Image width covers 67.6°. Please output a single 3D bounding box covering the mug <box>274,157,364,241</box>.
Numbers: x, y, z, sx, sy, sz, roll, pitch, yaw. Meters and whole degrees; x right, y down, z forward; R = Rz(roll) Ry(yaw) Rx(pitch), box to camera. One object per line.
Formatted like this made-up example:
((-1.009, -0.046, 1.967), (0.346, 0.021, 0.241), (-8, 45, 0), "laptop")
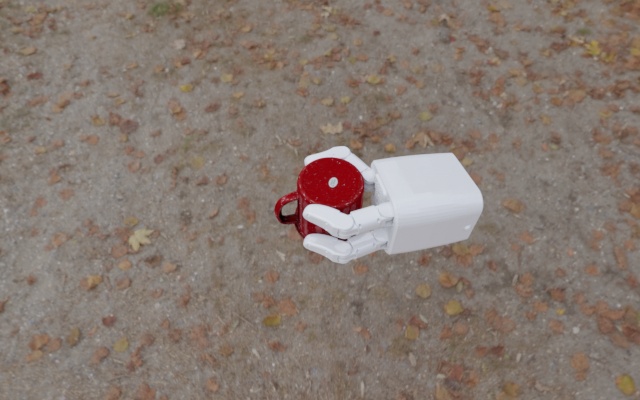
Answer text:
((-0.001, 0.002, 0.597), (0.117, 0.093, 0.082), (-9, -36, -8), "mug")
